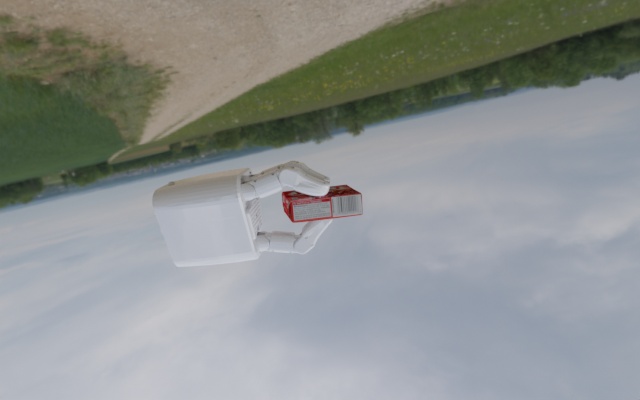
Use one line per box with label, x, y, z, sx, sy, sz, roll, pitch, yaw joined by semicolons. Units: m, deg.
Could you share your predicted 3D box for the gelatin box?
gelatin box;0.000;0.002;0.590;0.089;0.030;0.073;-6;11;-10
